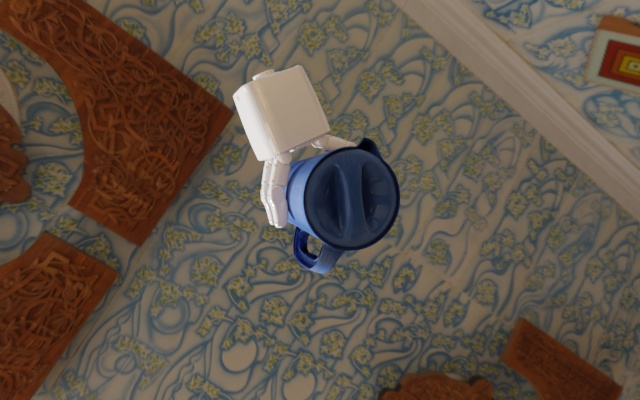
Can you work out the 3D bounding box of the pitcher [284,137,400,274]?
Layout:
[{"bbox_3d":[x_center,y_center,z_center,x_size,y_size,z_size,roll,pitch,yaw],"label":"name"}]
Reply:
[{"bbox_3d":[0.000,0.002,0.708,0.149,0.145,0.243,-27,11,-16],"label":"pitcher"}]
